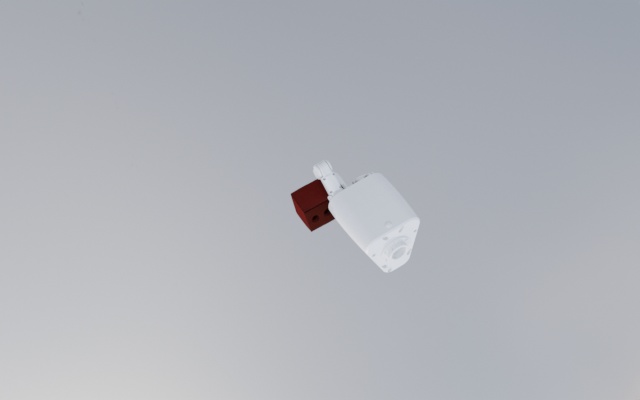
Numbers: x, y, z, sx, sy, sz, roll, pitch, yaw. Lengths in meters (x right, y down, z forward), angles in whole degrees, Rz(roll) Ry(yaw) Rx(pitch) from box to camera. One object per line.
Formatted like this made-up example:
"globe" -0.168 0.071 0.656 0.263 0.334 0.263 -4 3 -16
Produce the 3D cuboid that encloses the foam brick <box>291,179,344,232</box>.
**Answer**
"foam brick" 0.000 0.003 0.769 0.078 0.051 0.053 -29 -38 -10
